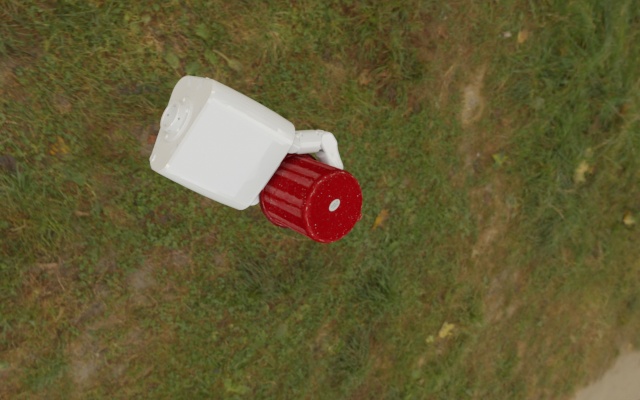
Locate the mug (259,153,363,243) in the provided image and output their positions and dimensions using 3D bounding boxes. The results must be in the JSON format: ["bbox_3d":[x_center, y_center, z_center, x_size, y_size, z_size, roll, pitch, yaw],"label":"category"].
[{"bbox_3d":[0.001,0.002,0.539,0.117,0.093,0.081,26,-2,-41],"label":"mug"}]
